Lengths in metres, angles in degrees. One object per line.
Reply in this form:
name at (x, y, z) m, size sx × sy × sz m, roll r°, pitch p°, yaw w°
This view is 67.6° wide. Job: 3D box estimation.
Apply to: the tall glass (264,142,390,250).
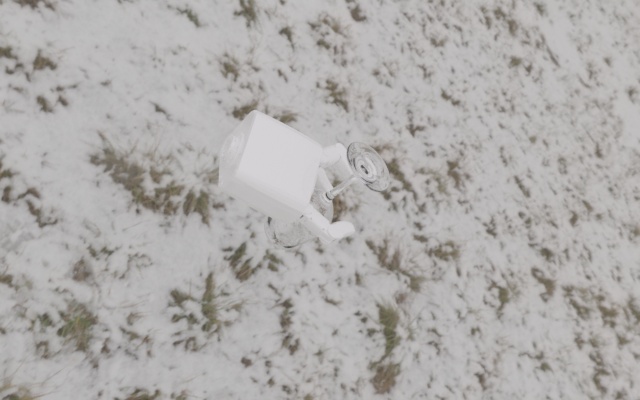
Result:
tall glass at (0.001, 0.002, 0.672) m, size 0.079 × 0.079 × 0.201 m, roll 0°, pitch -28°, yaw -44°
